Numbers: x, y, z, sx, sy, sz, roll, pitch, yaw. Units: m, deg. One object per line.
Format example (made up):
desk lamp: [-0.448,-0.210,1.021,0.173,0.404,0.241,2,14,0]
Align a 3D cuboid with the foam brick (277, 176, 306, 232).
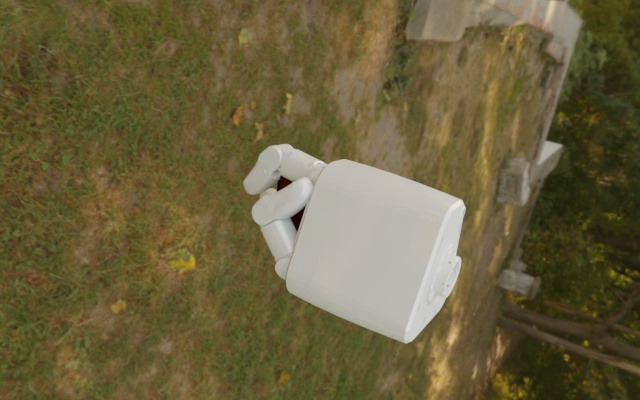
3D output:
foam brick: [0.000,0.001,0.449,0.051,0.053,0.078,19,21,28]
